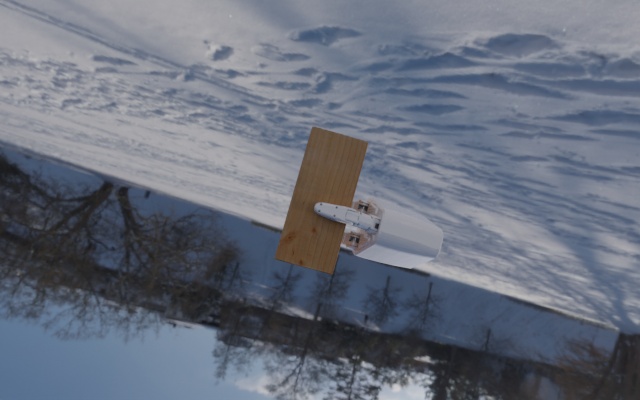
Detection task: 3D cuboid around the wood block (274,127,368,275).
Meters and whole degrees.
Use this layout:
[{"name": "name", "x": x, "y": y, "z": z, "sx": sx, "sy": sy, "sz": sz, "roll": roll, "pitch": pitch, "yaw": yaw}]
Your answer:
[{"name": "wood block", "x": 0.000, "y": 0.003, "z": 0.745, "sx": 0.090, "sy": 0.206, "sz": 0.091, "roll": 16, "pitch": -6, "yaw": -2}]
